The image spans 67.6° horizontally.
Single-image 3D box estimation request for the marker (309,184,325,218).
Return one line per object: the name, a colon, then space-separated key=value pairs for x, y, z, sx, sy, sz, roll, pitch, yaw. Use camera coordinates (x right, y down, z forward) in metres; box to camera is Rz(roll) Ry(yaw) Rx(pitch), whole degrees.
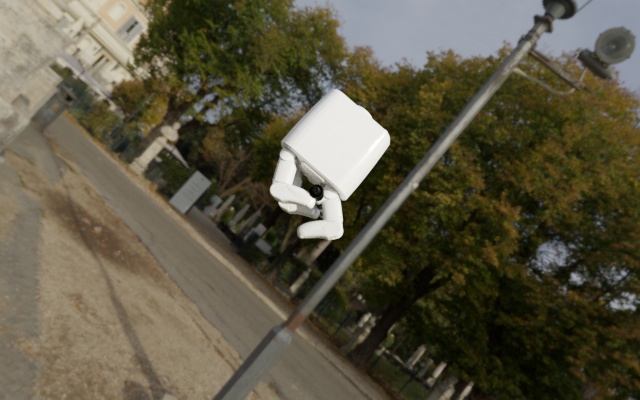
marker: x=0.000 y=0.002 z=0.661 sx=0.020 sy=0.020 sz=0.121 roll=0 pitch=-15 yaw=6
